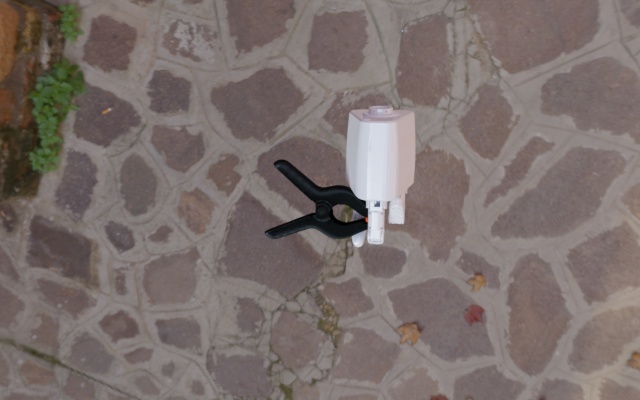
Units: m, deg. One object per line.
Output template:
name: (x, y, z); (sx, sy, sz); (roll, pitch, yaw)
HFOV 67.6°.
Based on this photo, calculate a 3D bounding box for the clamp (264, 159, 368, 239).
clamp: (0.000, 0.003, 0.693); (0.171, 0.120, 0.039); (2, 19, 9)
